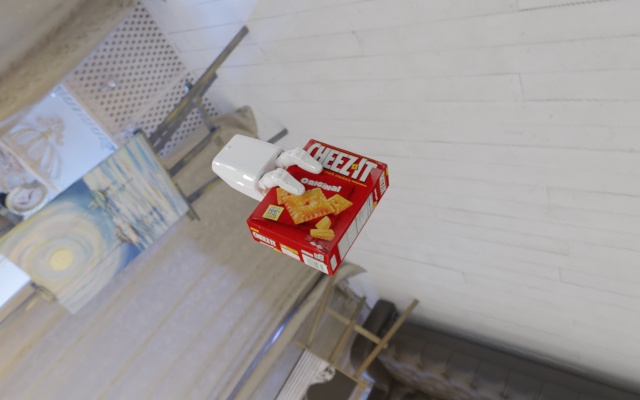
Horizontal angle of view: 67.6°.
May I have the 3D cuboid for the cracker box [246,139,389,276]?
[{"bbox_3d":[0.000,0.003,0.835,0.164,0.213,0.072,22,-31,23],"label":"cracker box"}]
